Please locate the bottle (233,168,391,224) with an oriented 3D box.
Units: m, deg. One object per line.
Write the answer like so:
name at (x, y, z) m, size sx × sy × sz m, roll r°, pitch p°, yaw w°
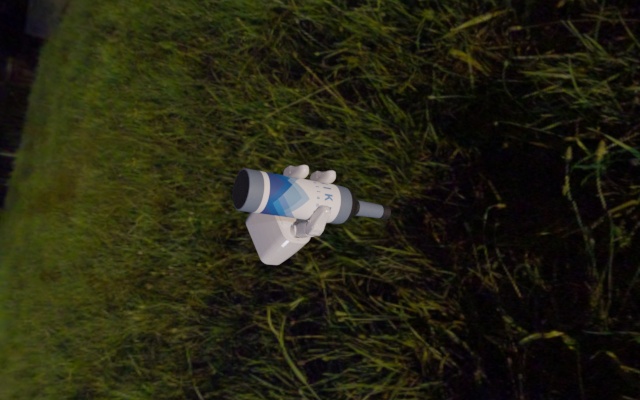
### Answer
bottle at (0.000, 0.003, 0.816) m, size 0.296 × 0.069 × 0.069 m, roll 9°, pitch -5°, yaw -32°
